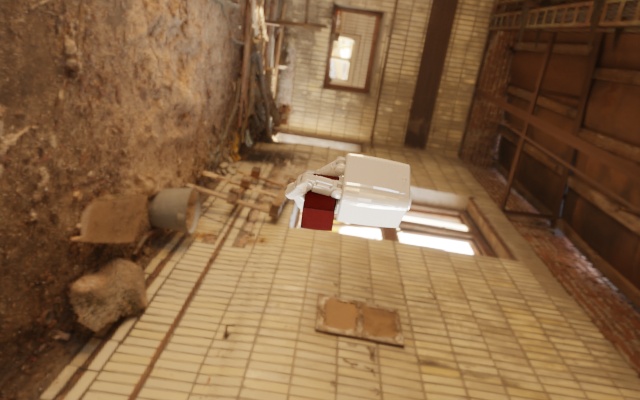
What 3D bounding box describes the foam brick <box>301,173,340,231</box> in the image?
[{"bbox_3d":[0.000,0.003,0.769,0.051,0.078,0.053,9,-40,1],"label":"foam brick"}]
